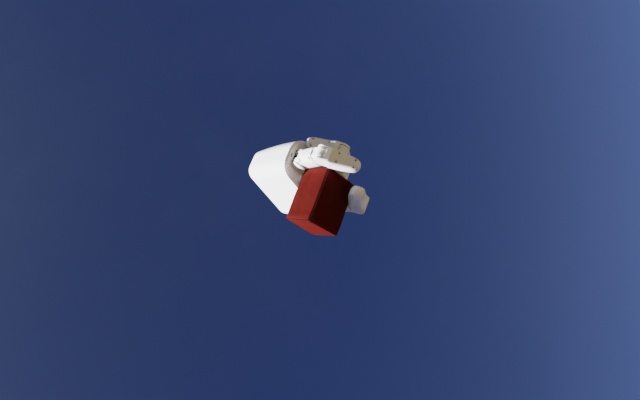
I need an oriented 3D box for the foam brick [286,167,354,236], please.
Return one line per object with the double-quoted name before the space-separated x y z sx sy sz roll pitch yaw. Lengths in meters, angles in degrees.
"foam brick" 0.000 0.002 0.633 0.053 0.078 0.051 34 -22 -35
